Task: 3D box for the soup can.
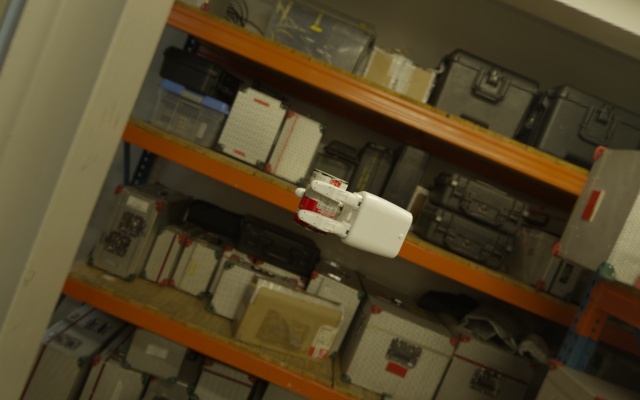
[{"bbox_3d":[0.000,0.002,0.853,0.068,0.102,0.068,23,4,-2],"label":"soup can"}]
